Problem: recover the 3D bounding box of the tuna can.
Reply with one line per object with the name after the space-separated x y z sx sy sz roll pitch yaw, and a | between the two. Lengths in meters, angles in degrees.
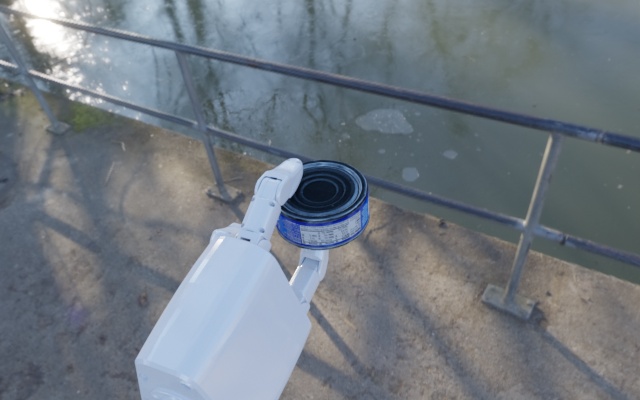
0.000 0.001 0.418 0.086 0.034 0.086 -3 40 3 | tuna can
